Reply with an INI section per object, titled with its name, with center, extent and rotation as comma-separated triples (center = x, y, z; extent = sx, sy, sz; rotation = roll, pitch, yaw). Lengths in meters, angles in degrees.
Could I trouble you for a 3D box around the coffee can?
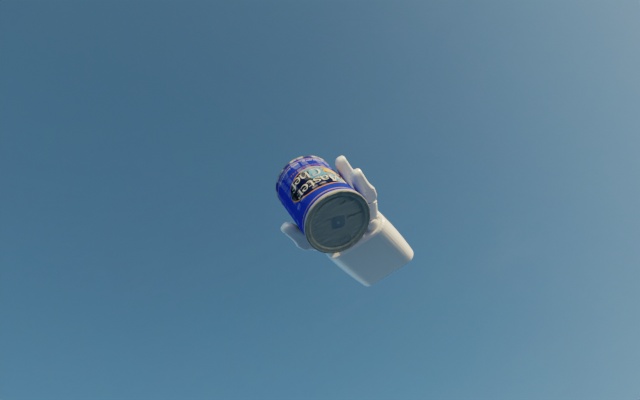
[coffee can]
center = 0.000, 0.002, 0.740
extent = 0.103, 0.103, 0.140
rotation = 0, 26, -25
